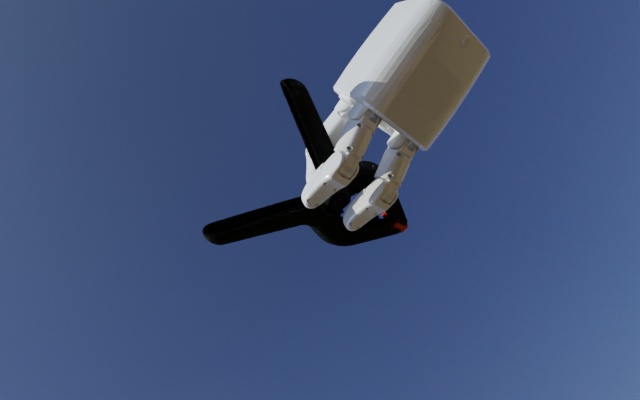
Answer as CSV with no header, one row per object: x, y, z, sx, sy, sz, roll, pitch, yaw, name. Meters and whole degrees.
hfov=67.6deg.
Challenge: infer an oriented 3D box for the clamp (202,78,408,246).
0.000,0.001,0.470,0.210,0.164,0.036,29,13,-36,clamp
